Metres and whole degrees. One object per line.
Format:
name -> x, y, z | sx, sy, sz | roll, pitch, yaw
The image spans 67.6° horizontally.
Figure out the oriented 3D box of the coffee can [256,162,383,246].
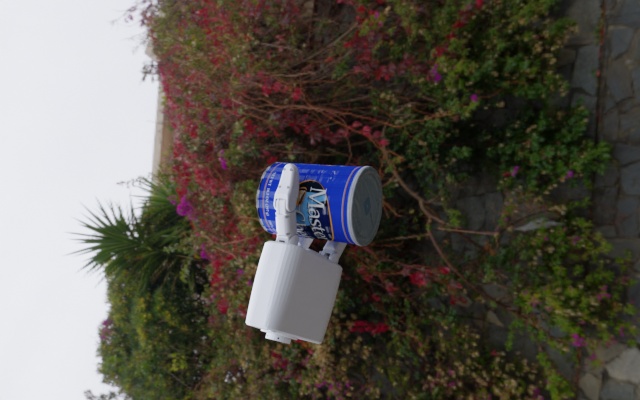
coffee can -> 0.000, 0.002, 0.642 | 0.140, 0.103, 0.103 | 5, 2, 28
